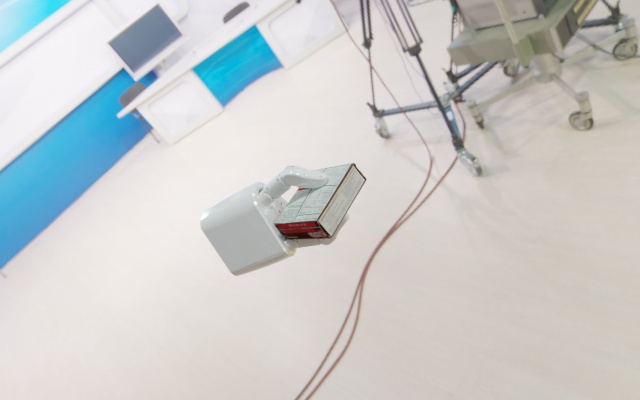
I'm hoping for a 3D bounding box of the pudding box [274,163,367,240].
[{"bbox_3d":[0.000,0.002,0.659,0.090,0.113,0.039,-5,-46,46],"label":"pudding box"}]
